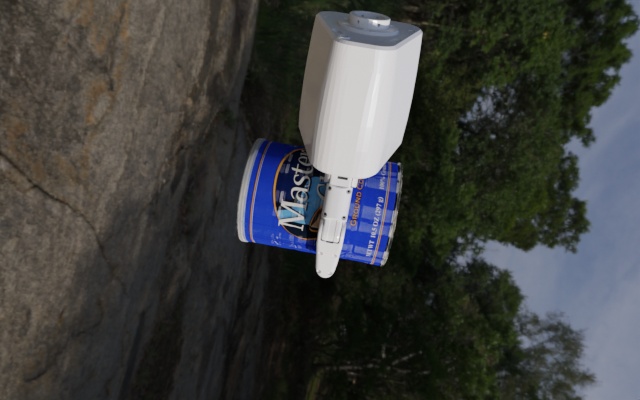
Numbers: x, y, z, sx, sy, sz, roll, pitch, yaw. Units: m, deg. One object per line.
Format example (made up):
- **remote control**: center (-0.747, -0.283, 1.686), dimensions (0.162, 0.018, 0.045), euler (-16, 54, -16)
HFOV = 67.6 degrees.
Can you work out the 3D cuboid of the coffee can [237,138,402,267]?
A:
- **coffee can**: center (0.000, 0.002, 0.467), dimensions (0.140, 0.103, 0.103), euler (10, 0, 3)
